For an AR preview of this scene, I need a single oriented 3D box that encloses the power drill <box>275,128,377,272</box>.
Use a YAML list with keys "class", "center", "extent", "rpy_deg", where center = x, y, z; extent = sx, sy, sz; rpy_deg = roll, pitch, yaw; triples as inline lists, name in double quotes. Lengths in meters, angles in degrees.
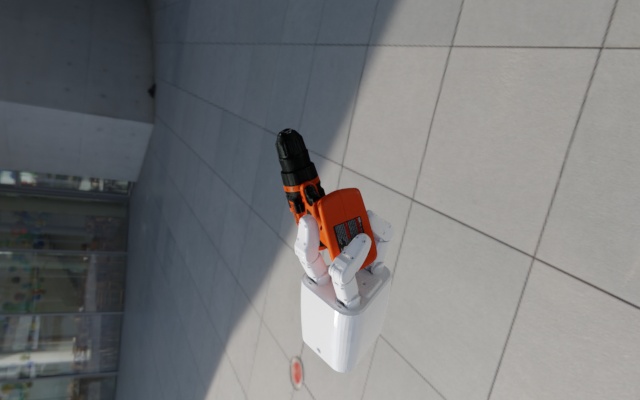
- class: "power drill"
  center: [0.000, 0.002, 0.621]
  extent: [0.057, 0.184, 0.187]
  rpy_deg: [-23, 20, -12]
